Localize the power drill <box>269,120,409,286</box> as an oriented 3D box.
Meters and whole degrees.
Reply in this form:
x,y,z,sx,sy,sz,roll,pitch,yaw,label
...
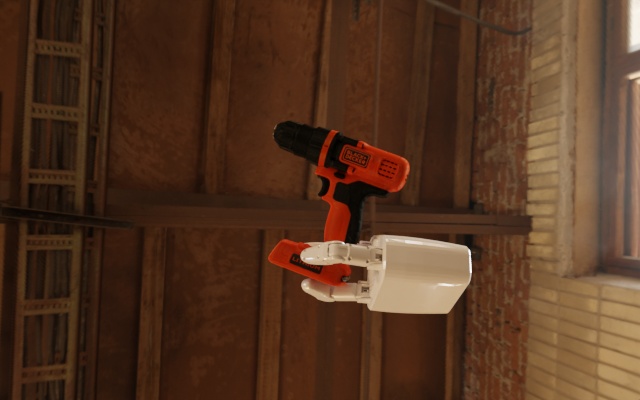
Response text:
x,y,z,sx,sy,sz,roll,pitch,yaw,label
0.000,0.003,0.616,0.184,0.187,0.057,21,0,12,power drill
